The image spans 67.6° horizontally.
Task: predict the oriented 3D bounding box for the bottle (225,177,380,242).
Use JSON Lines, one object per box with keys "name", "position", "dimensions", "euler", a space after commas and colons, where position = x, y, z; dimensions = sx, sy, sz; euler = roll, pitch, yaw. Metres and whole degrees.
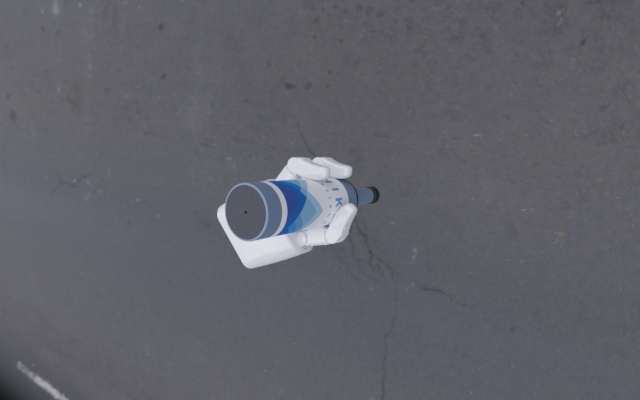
{"name": "bottle", "position": [0.000, 0.002, 0.651], "dimensions": [0.069, 0.069, 0.295], "euler": [0, 4, 35]}
